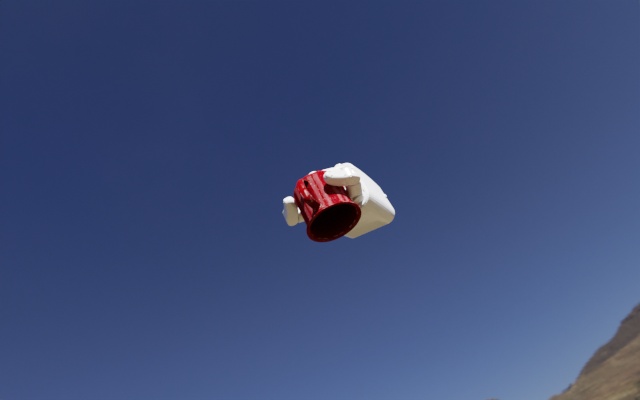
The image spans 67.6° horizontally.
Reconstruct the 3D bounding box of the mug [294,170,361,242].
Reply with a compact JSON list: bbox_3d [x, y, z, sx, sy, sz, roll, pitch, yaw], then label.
[{"bbox_3d":[-0.001,0.002,0.755,0.093,0.081,0.117,-40,-38,16],"label":"mug"}]
